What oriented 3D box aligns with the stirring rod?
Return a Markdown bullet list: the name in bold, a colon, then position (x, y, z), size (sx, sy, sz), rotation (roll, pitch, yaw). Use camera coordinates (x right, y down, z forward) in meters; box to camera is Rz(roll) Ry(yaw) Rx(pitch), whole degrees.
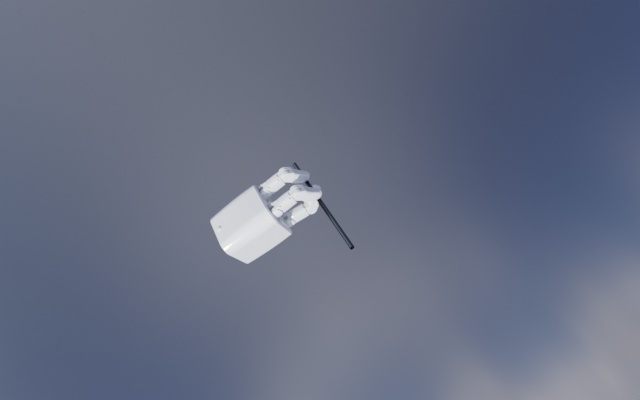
- **stirring rod**: position (0.000, 0.003, 0.851), size (0.011, 0.011, 0.239), rotation (0, 38, -33)
